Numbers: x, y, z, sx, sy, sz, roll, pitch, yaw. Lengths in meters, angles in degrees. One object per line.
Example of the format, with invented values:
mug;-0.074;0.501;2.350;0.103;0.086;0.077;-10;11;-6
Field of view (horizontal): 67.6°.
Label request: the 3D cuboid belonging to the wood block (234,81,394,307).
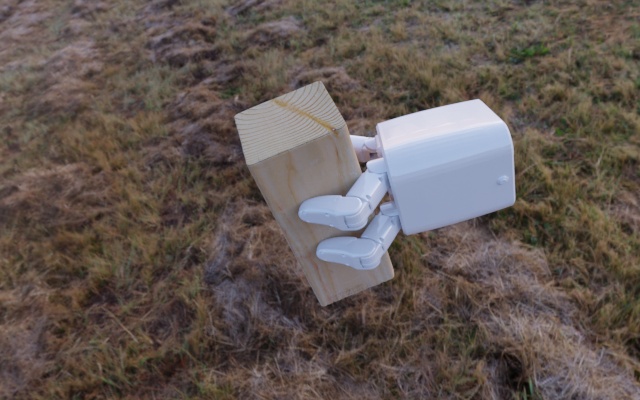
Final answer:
wood block;0.000;0.001;0.482;0.090;0.206;0.090;-22;41;0
